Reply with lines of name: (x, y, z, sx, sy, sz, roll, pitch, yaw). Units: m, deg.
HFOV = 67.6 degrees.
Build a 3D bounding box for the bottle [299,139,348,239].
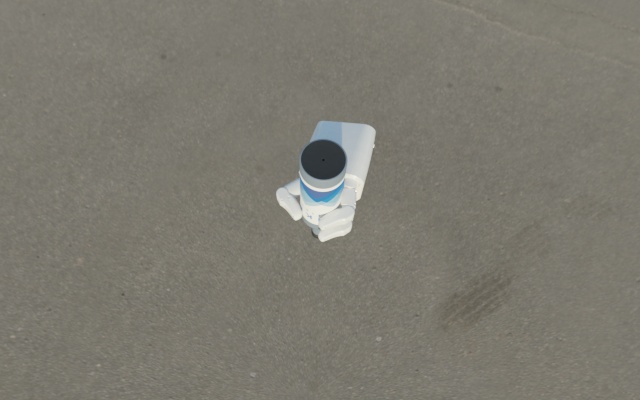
bottle: (0.000, 0.003, 0.787, 0.069, 0.069, 0.296, 0, -23, -2)
